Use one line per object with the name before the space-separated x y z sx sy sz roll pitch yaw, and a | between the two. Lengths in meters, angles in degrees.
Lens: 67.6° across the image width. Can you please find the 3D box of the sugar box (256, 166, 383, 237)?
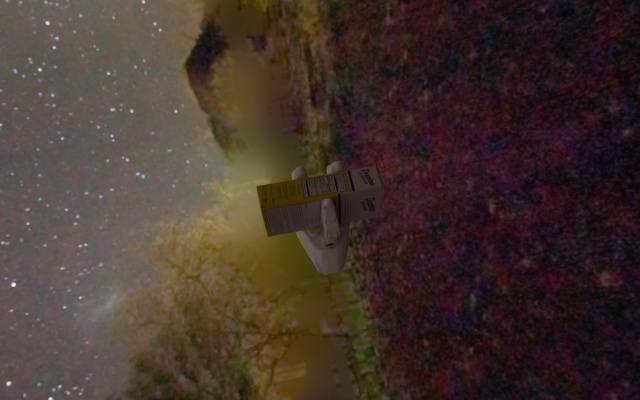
sugar box | 0.000 0.002 0.708 0.176 0.048 0.093 -12 -30 -5
